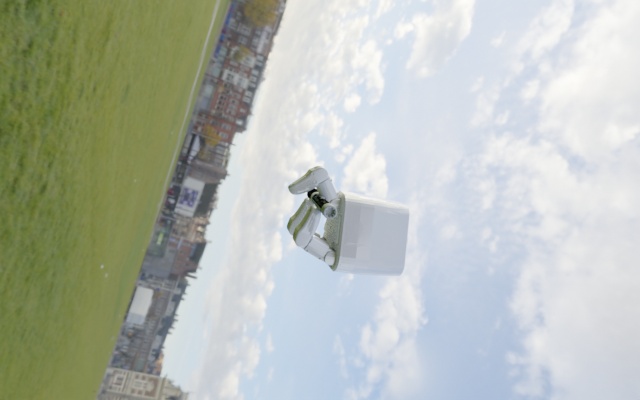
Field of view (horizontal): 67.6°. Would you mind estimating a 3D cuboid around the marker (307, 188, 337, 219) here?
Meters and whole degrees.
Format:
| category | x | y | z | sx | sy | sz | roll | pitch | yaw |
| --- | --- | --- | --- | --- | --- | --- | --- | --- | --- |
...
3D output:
| category | x | y | z | sx | sy | sz | roll | pitch | yaw |
| --- | --- | --- | --- | --- | --- | --- | --- | --- | --- |
| marker | 0.000 | 0.002 | 0.676 | 0.020 | 0.020 | 0.121 | 0 | 13 | -13 |
